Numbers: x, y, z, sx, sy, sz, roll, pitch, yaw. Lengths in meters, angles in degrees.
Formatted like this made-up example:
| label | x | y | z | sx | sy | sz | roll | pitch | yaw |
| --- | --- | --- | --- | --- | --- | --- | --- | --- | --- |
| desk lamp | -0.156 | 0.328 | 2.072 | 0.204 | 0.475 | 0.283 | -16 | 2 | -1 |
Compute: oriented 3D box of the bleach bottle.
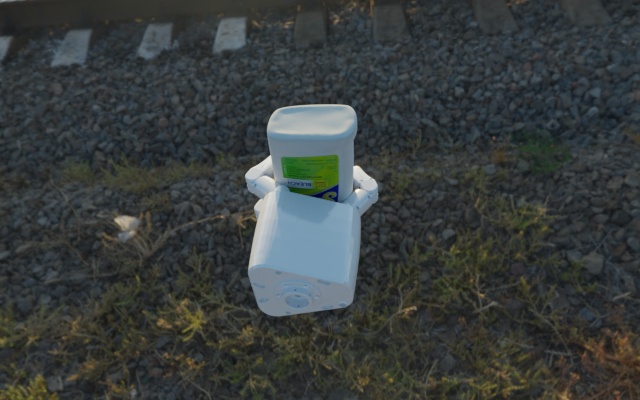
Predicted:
| label | x | y | z | sx | sy | sz | roll | pitch | yaw |
| --- | --- | --- | --- | --- | --- | --- | --- | --- | --- |
| bleach bottle | 0.000 | 0.002 | 0.605 | 0.102 | 0.251 | 0.068 | 0 | 44 | 8 |
